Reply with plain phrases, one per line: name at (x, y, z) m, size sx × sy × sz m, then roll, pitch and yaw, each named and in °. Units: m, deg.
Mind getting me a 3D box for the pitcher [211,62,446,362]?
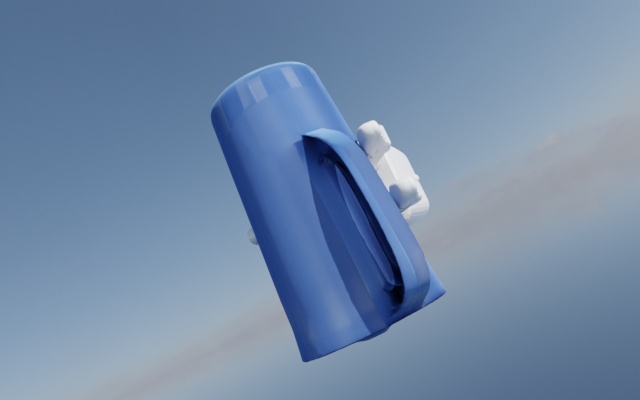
pitcher at (0.000, 0.001, 0.415) m, size 0.149 × 0.242 × 0.145 m, roll -31°, pitch -12°, yaw 22°
